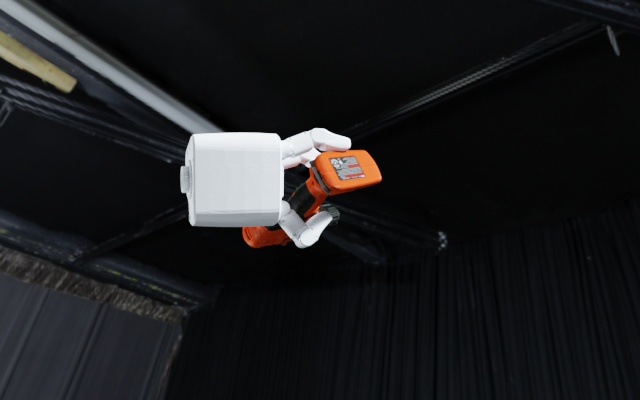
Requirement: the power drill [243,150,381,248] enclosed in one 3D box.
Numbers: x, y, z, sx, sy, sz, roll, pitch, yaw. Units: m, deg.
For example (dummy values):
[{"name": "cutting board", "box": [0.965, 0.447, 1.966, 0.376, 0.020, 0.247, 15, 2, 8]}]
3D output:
[{"name": "power drill", "box": [0.000, 0.002, 0.693, 0.184, 0.057, 0.188, -13, -23, -45]}]
